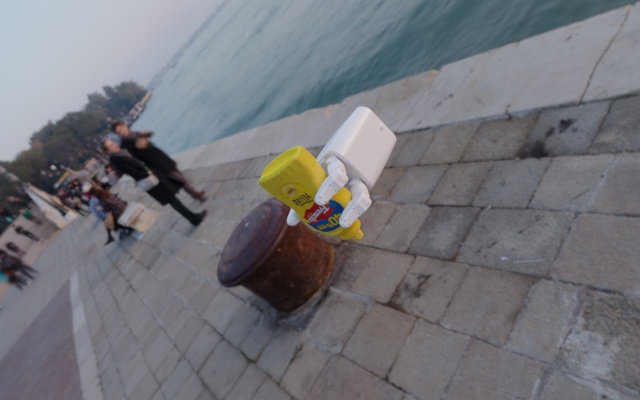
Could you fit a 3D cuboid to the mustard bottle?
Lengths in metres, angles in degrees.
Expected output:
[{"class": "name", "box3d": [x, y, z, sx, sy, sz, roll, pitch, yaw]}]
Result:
[{"class": "mustard bottle", "box3d": [0.000, 0.003, 0.761, 0.096, 0.058, 0.192, -29, -61, 37]}]
